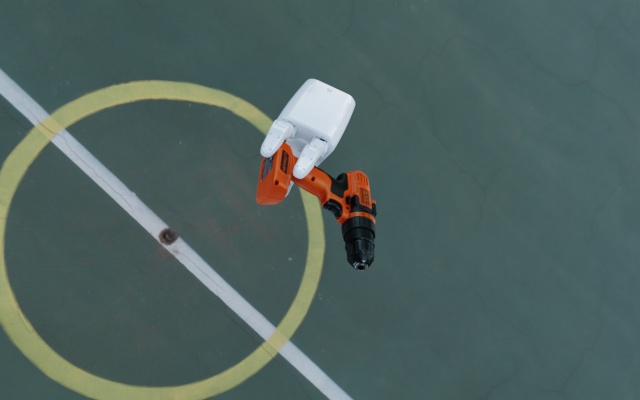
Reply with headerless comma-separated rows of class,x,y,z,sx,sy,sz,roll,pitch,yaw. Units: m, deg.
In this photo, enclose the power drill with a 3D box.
power drill,0.000,0.002,0.704,0.188,0.184,0.057,26,-51,-25
